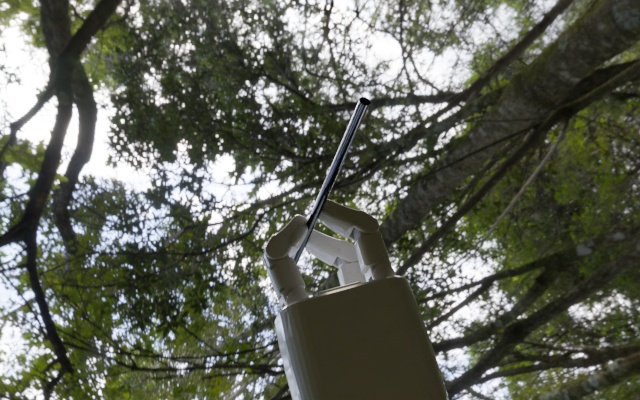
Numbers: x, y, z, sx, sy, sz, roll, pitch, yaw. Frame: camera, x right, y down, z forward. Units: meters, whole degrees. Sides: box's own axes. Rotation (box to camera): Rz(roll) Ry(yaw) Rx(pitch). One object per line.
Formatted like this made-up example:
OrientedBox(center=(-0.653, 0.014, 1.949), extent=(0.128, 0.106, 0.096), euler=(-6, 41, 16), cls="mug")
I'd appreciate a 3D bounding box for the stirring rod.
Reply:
OrientedBox(center=(0.000, 0.001, 0.415), extent=(0.011, 0.011, 0.240), euler=(0, -34, -17), cls="stirring rod")
